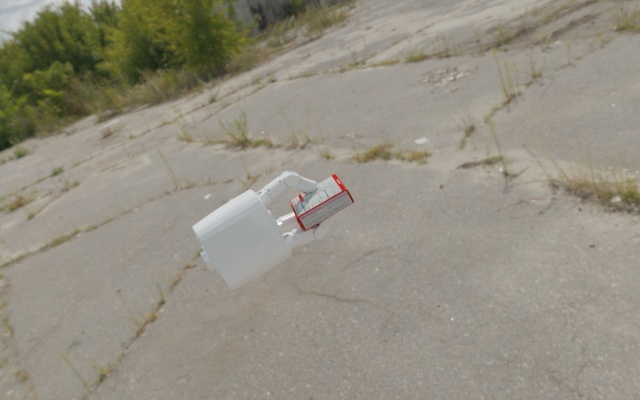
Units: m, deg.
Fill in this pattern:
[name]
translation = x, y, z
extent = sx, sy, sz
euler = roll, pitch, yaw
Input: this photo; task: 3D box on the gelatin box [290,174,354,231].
[gelatin box]
translation = 0.000, 0.002, 0.737
extent = 0.089, 0.030, 0.073
euler = -31, 24, 1
